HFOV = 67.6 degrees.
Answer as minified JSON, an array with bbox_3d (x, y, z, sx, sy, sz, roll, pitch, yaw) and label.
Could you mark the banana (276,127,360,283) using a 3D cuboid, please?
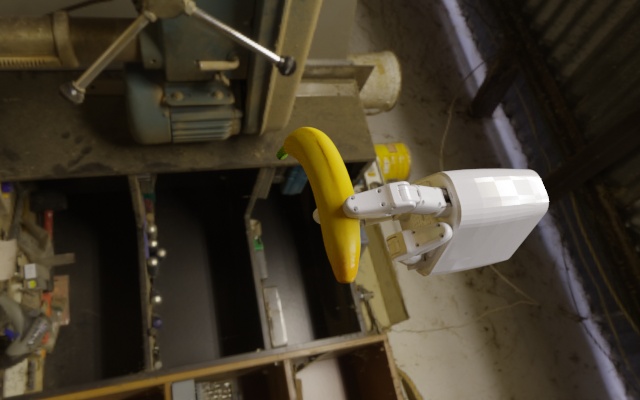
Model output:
[{"bbox_3d":[0.002,-0.015,0.453,0.037,0.070,0.197,-5,41,-20],"label":"banana"}]
